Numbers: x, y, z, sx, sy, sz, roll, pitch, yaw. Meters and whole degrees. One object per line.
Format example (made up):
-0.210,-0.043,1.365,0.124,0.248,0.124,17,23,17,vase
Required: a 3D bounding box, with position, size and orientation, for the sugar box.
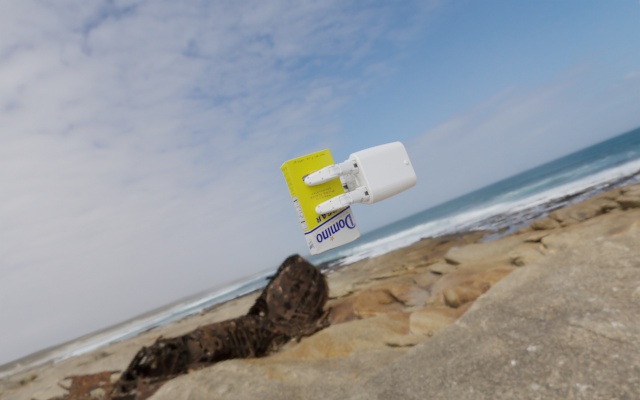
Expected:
0.000,0.003,0.874,0.093,0.176,0.048,-20,-5,-20,sugar box
